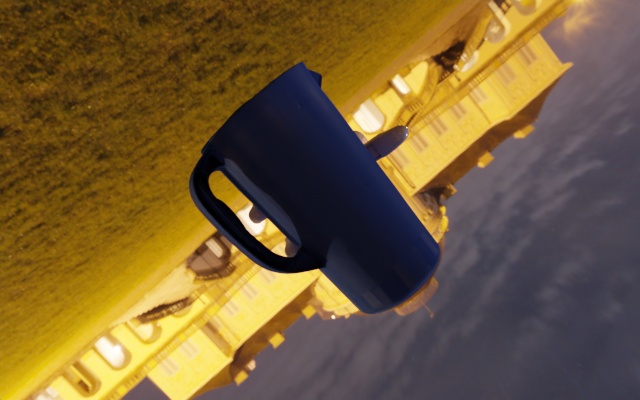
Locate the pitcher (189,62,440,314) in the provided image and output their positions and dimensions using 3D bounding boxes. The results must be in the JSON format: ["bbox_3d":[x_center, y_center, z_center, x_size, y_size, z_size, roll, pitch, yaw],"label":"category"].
[{"bbox_3d":[0.000,0.001,0.479,0.149,0.243,0.145,-38,8,18],"label":"pitcher"}]
